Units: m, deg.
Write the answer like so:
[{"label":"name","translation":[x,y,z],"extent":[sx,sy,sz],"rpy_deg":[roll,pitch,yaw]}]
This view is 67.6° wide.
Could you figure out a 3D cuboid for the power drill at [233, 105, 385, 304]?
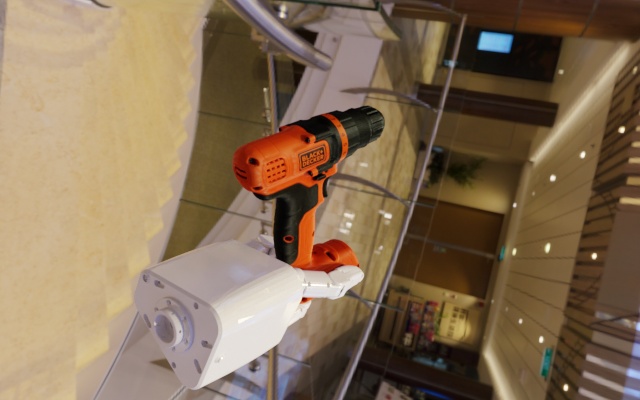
[{"label":"power drill","translation":[0.000,0.002,0.510],"extent":[0.184,0.188,0.057],"rpy_deg":[-24,32,-33]}]
